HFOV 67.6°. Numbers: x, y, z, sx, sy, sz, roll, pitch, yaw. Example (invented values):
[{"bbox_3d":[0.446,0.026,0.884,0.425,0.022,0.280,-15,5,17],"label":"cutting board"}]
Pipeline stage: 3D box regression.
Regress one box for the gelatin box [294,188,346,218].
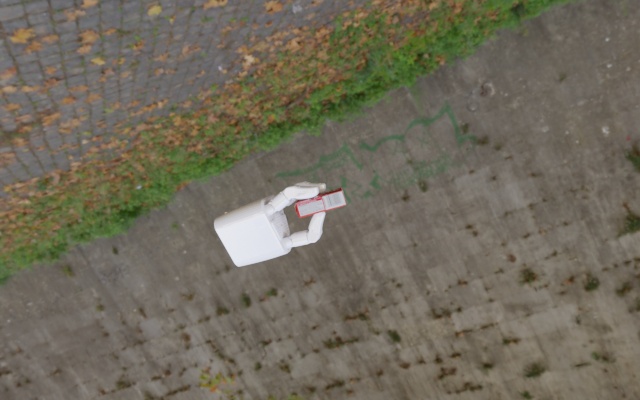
[{"bbox_3d":[0.001,0.003,0.865,0.089,0.030,0.073,-16,5,3],"label":"gelatin box"}]
